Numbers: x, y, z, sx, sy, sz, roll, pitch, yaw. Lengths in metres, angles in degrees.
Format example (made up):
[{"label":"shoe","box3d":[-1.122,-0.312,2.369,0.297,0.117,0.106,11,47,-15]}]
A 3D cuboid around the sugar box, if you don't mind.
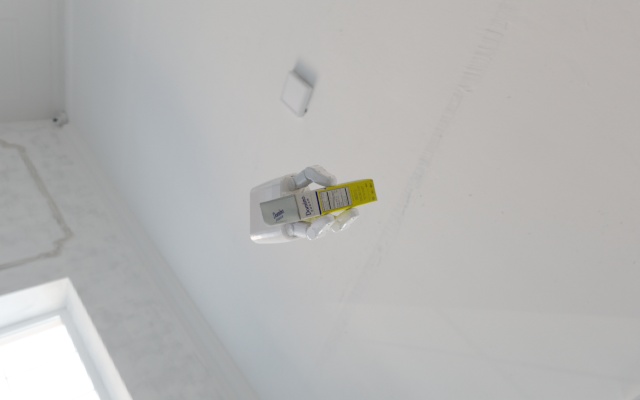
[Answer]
[{"label":"sugar box","box3d":[0.000,0.003,0.773,0.176,0.048,0.093,-16,2,-42]}]
